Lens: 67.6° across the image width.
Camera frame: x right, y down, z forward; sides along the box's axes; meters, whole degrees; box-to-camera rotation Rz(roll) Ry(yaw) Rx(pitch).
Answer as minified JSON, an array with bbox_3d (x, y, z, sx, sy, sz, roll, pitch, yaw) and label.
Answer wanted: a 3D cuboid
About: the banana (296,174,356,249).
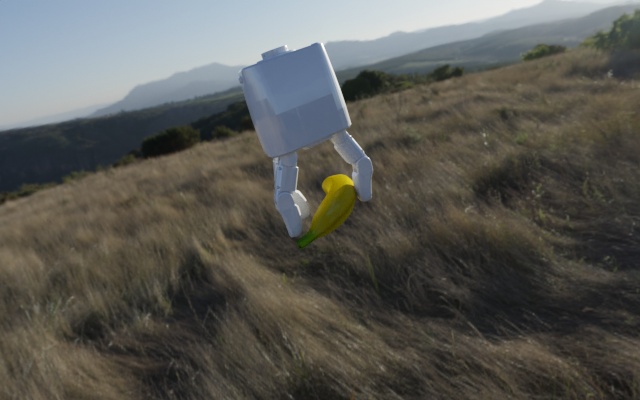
[{"bbox_3d":[0.016,-0.003,0.632,0.069,0.037,0.197,-19,16,18],"label":"banana"}]
